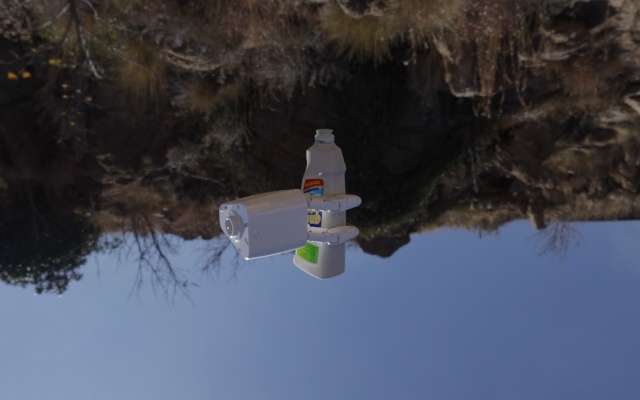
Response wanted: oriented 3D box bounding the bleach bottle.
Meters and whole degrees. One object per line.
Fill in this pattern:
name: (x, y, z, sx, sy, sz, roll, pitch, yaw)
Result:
bleach bottle: (0.000, 0.003, 0.824, 0.068, 0.251, 0.102, -12, 22, -35)
